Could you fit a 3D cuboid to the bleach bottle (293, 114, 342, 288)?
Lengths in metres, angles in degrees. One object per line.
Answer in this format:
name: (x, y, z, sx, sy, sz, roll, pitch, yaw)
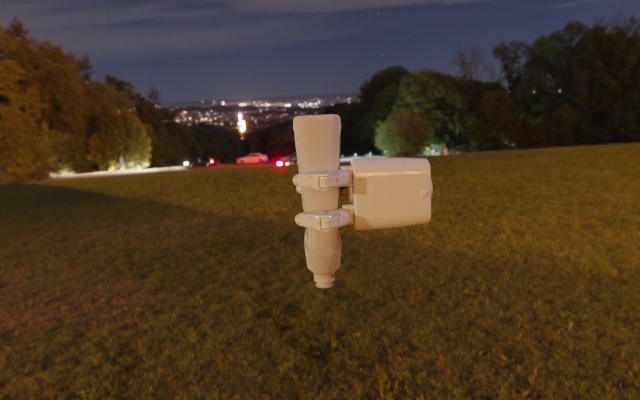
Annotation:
bleach bottle: (0.000, 0.002, 0.702, 0.068, 0.251, 0.102, -3, 11, -1)
